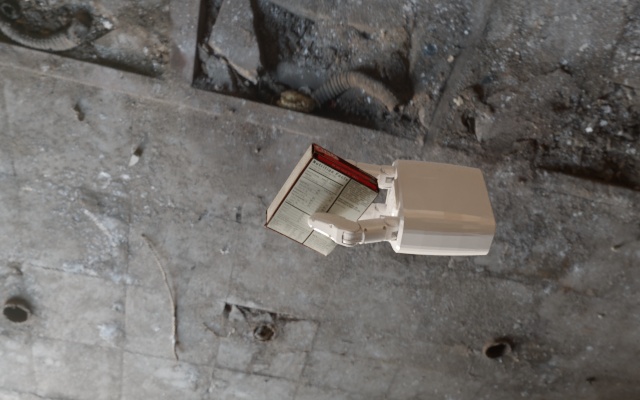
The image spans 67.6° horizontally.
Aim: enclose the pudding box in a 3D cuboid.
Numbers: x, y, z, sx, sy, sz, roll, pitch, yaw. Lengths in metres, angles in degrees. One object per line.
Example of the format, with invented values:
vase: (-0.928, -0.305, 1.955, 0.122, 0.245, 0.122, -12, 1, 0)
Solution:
pudding box: (0.000, 0.002, 0.551, 0.090, 0.113, 0.039, 28, 27, -16)
